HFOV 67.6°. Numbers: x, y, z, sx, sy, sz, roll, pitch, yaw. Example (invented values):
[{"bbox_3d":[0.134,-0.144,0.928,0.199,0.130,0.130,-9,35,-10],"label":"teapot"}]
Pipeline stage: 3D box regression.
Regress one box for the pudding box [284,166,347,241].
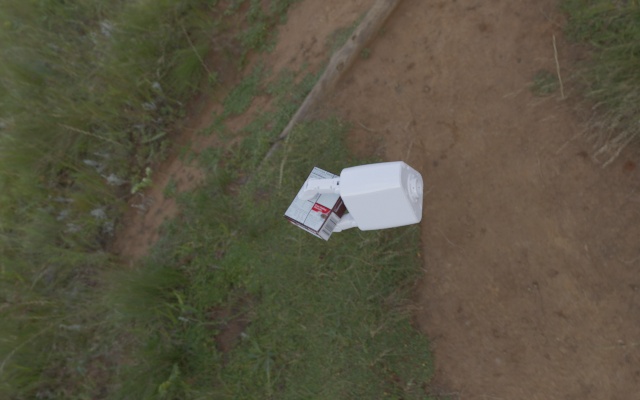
[{"bbox_3d":[0.000,0.003,0.850,0.090,0.113,0.039,25,-13,39],"label":"pudding box"}]
